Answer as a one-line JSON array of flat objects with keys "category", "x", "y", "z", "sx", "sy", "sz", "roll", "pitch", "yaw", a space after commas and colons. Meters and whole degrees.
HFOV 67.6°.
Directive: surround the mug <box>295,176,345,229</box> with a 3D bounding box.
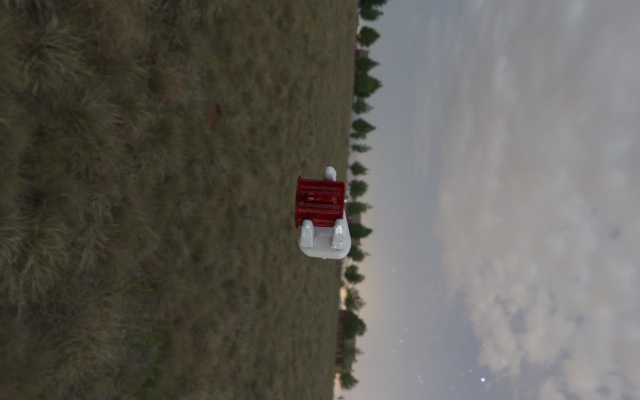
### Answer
[{"category": "mug", "x": 0.000, "y": 0.002, "z": 0.821, "sx": 0.081, "sy": 0.093, "sz": 0.117, "roll": 4, "pitch": -12, "yaw": 2}]
